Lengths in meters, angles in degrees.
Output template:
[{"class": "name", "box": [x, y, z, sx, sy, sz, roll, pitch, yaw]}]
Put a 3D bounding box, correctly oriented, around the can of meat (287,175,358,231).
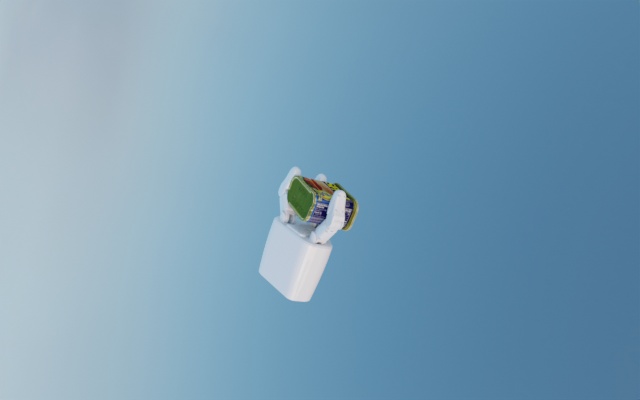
[{"class": "can of meat", "box": [0.000, 0.003, 0.791, 0.084, 0.057, 0.102, 11, 20, -30]}]
